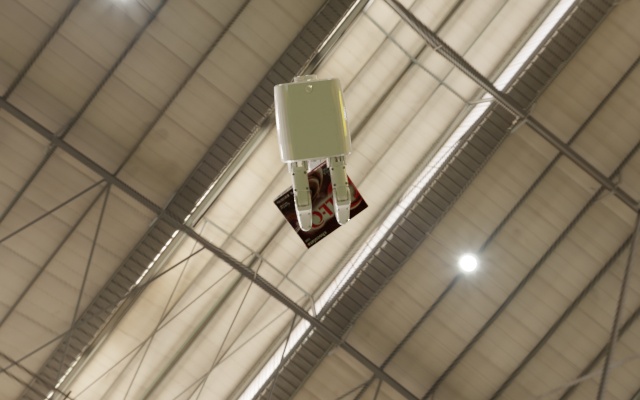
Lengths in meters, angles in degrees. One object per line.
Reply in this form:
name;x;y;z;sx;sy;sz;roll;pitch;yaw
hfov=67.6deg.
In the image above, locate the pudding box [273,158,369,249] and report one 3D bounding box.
pudding box;0.000;0.002;0.707;0.113;0.090;0.039;-35;12;3
